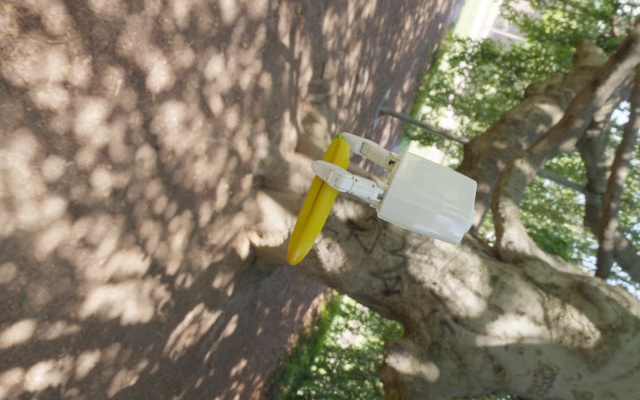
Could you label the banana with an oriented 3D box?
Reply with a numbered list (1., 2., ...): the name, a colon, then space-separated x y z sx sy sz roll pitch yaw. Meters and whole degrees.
1. banana: 0.001 -0.003 0.646 0.037 0.198 0.069 22 -6 4
